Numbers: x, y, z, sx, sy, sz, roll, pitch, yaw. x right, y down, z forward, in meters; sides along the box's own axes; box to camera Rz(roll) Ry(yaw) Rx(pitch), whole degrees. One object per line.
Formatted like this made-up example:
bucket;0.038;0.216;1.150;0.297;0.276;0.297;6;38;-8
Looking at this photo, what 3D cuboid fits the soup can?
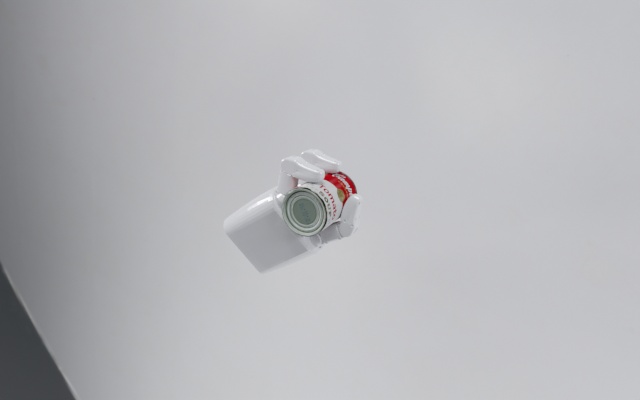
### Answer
soup can;0.000;0.002;0.651;0.068;0.068;0.102;0;15;28
